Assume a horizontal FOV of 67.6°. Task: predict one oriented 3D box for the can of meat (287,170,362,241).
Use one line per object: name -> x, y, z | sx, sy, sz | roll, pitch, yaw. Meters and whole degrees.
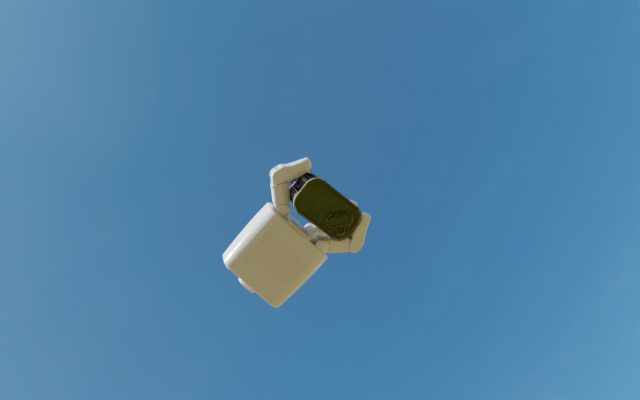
can of meat -> 0.000, 0.002, 0.695 | 0.102, 0.057, 0.084 | 37, 3, -23
